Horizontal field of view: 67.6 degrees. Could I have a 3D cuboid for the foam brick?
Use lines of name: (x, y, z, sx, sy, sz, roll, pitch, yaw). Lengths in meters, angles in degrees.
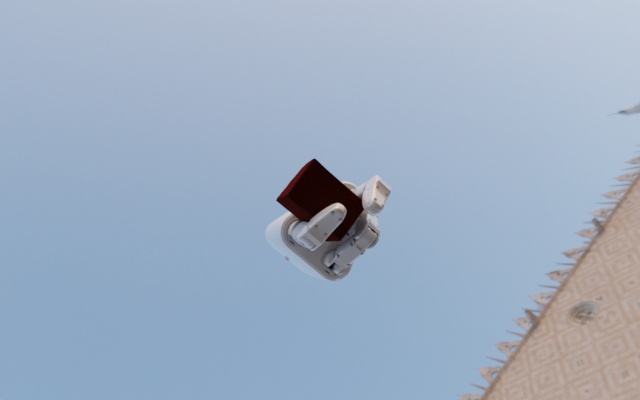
foam brick: (0.000, 0.001, 0.520, 0.078, 0.053, 0.051, 41, -15, -11)
